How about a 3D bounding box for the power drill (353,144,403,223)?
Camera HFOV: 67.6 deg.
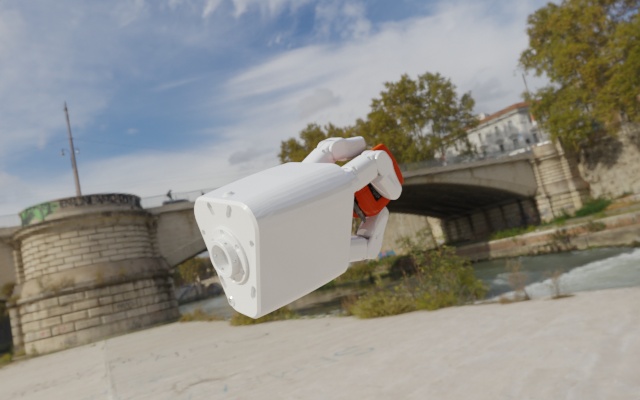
[{"bbox_3d":[0.000,0.002,0.558,0.188,0.057,0.184,-27,10,34],"label":"power drill"}]
